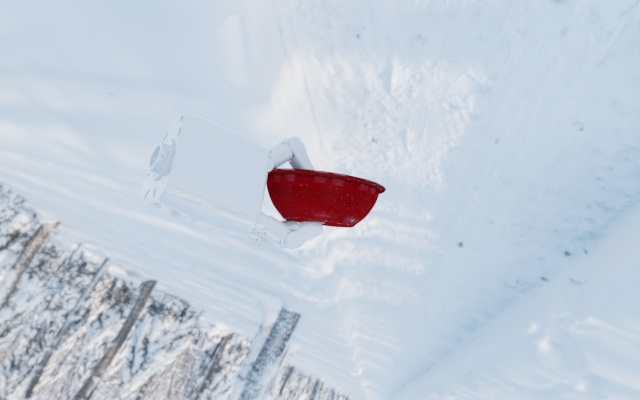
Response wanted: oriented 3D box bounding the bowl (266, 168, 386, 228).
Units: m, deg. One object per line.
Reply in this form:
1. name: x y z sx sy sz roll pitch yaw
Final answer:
1. bowl: 0.001 0.003 0.612 0.162 0.055 0.162 7 -6 1
